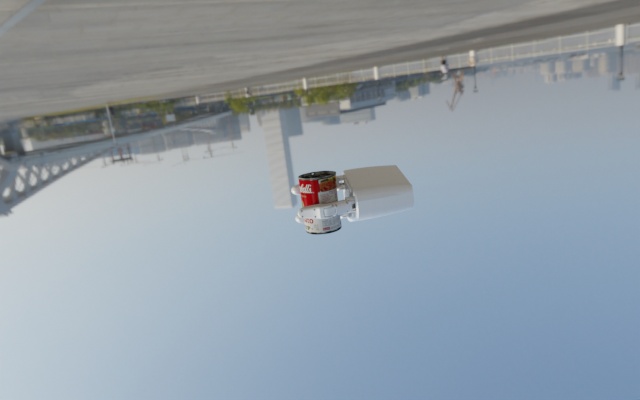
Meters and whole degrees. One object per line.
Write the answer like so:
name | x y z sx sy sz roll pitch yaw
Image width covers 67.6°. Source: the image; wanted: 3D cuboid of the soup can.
soup can | 0.000 0.003 0.854 0.068 0.102 0.068 -7 13 2
